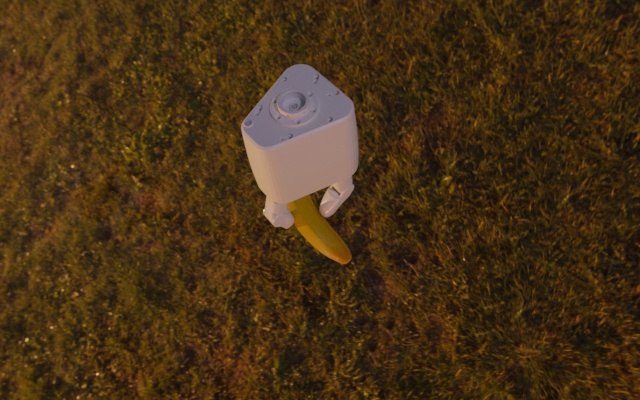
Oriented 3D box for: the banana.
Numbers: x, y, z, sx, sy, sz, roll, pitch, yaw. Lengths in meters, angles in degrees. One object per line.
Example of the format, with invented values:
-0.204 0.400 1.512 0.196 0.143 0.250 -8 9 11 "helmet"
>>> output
-0.018 0.001 0.649 0.069 0.197 0.037 -7 -34 -22 "banana"
